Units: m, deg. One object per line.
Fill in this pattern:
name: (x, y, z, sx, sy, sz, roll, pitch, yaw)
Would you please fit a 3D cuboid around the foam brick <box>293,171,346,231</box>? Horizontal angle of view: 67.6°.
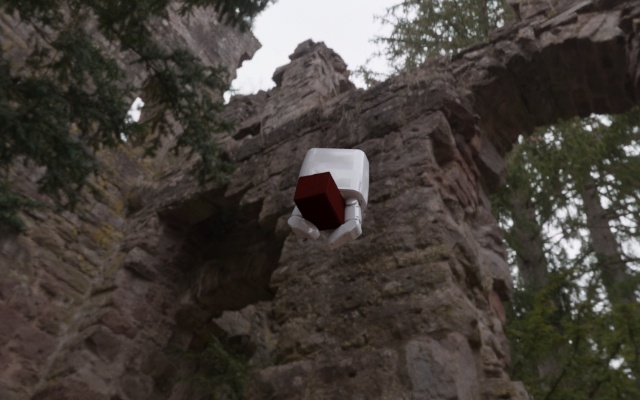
foam brick: (0.000, 0.002, 0.729, 0.053, 0.051, 0.078, -9, -46, 21)
